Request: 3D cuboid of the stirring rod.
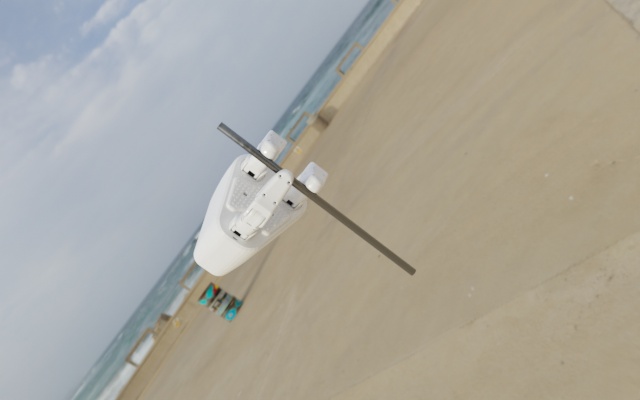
[{"bbox_3d":[0.000,0.002,0.466,0.239,0.011,0.011,37,-7,-10],"label":"stirring rod"}]
